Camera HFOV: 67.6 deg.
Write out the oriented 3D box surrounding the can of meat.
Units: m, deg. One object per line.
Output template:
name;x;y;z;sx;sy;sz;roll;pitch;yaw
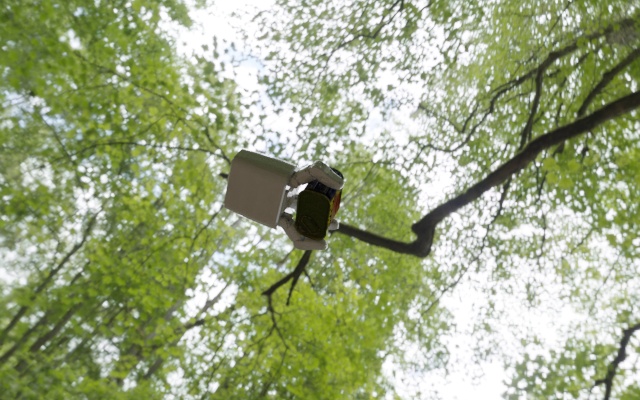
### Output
can of meat;0.000;0.002;0.819;0.057;0.102;0.084;18;41;12
